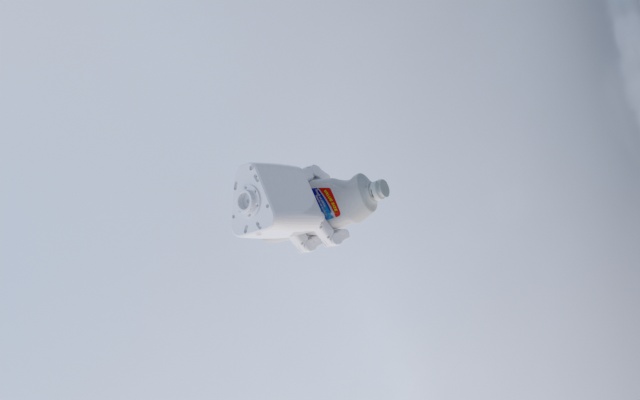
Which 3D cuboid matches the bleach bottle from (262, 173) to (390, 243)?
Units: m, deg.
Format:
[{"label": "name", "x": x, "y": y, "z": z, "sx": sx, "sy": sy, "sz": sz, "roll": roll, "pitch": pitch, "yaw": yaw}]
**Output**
[{"label": "bleach bottle", "x": 0.000, "y": 0.003, "z": 0.804, "sx": 0.251, "sy": 0.102, "sz": 0.068, "roll": -17, "pitch": -13, "yaw": 36}]
